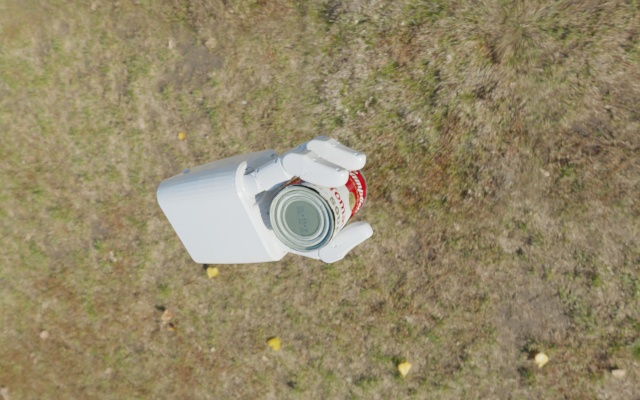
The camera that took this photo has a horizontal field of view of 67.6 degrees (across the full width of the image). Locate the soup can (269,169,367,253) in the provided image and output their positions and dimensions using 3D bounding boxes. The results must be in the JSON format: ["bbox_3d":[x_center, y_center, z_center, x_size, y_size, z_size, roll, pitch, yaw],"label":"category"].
[{"bbox_3d":[0.000,0.002,0.477,0.068,0.068,0.102,0,18,23],"label":"soup can"}]
